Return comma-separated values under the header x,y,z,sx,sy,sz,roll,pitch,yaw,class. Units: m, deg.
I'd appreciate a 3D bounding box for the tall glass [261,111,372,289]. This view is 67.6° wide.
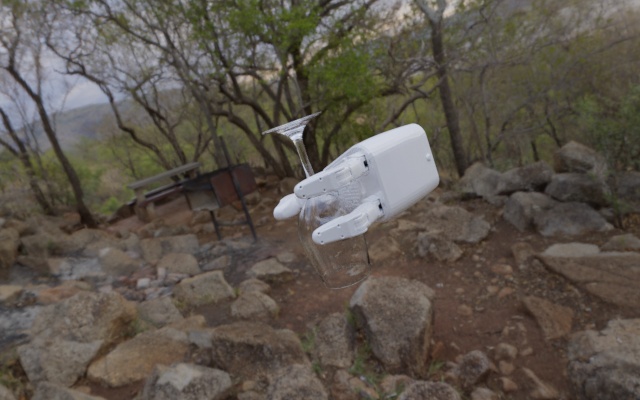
x,y,z,sx,sy,sz,roll,pitch,yaw,class
0.000,0.001,0.567,0.079,0.201,0.079,-19,10,4,tall glass
